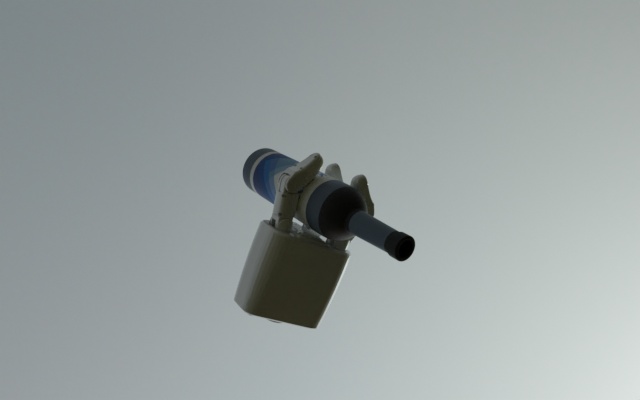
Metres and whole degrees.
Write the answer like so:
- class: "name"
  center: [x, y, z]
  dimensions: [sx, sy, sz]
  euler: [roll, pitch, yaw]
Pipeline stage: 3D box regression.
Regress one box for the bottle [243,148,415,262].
- class: "bottle"
  center: [0.000, 0.002, 0.576]
  dimensions: [0.069, 0.069, 0.295]
  euler: [0, 18, -36]
